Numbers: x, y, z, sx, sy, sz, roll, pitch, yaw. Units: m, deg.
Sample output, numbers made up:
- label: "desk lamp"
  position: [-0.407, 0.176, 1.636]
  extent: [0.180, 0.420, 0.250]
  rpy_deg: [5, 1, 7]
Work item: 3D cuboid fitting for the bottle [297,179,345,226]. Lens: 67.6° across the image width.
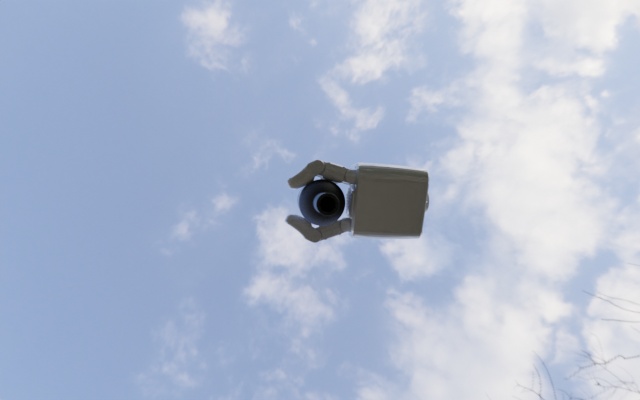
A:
- label: "bottle"
  position: [0.000, 0.002, 0.713]
  extent: [0.069, 0.069, 0.295]
  rpy_deg: [0, 1, -3]
